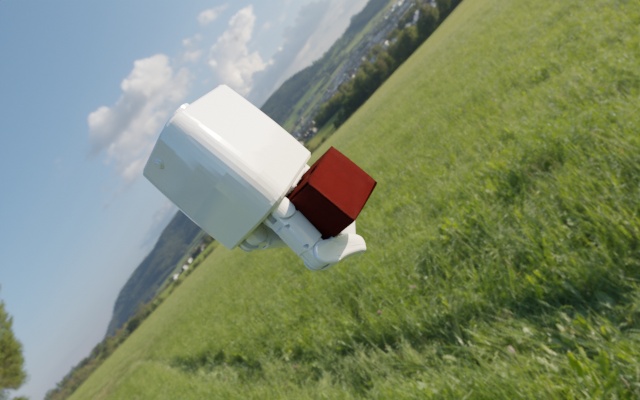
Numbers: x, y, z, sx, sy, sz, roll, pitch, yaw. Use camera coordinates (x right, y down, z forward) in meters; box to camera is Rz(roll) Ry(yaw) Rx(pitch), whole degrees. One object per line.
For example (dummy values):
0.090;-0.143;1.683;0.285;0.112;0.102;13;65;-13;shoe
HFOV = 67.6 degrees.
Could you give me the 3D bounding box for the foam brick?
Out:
0.000;0.001;0.417;0.078;0.051;0.053;-41;11;48;foam brick
